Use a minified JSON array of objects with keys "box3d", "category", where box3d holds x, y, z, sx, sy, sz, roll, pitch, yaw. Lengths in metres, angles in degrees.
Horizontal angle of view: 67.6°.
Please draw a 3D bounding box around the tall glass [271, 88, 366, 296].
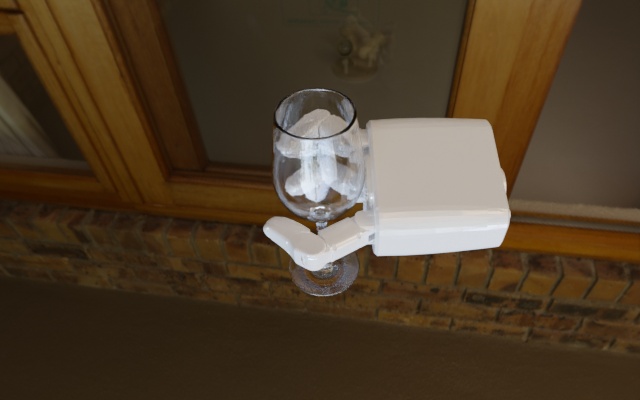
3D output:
[{"box3d":[0.000,0.002,0.425,0.079,0.079,0.201,0,-42,4],"category":"tall glass"}]
